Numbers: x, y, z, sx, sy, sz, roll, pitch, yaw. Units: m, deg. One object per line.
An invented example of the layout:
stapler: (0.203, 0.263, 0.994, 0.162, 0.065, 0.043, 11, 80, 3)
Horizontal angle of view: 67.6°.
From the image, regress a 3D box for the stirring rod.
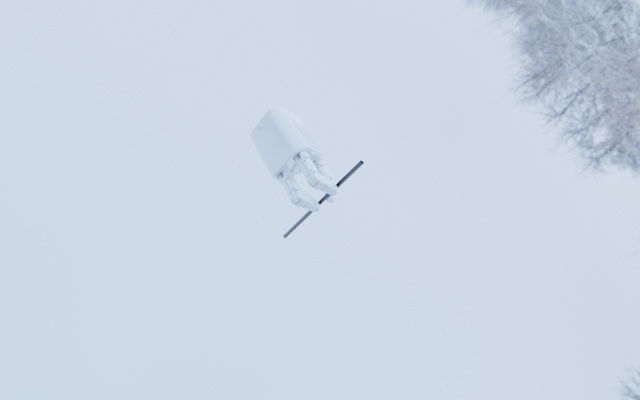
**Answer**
stirring rod: (0.000, 0.003, 0.898, 0.011, 0.011, 0.240, 0, -36, -48)
